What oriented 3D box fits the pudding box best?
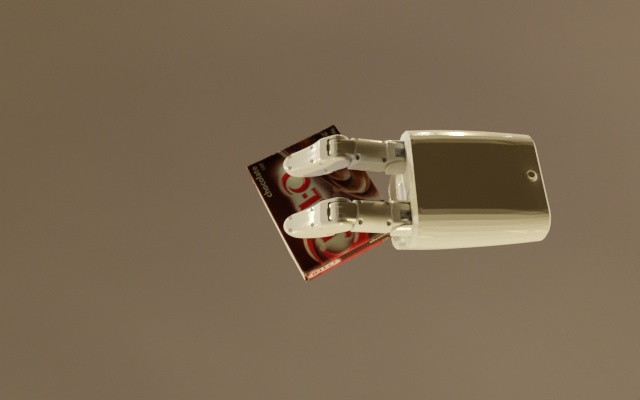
[{"bbox_3d":[0.000,0.001,0.420,0.090,0.113,0.039,-27,-22,-10],"label":"pudding box"}]
